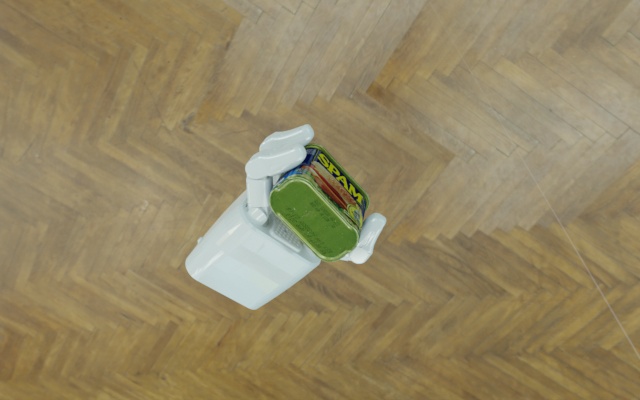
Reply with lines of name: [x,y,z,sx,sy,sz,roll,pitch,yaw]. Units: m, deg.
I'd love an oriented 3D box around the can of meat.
can of meat: [0.000,0.002,0.489,0.057,0.102,0.084,-38,14,25]
